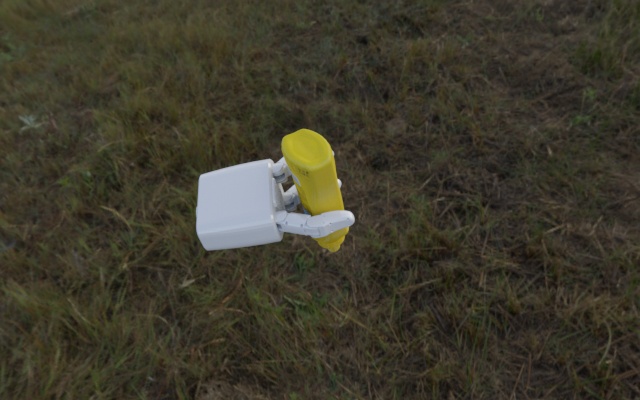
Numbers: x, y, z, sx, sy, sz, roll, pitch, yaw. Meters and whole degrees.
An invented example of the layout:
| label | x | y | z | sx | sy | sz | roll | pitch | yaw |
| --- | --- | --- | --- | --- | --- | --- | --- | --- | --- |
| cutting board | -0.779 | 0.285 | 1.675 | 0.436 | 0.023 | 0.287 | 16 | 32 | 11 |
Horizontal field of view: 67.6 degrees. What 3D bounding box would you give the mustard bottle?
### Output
| label | x | y | z | sx | sy | sz | roll | pitch | yaw |
| --- | --- | --- | --- | --- | --- | --- | --- | --- | --- |
| mustard bottle | 0.000 | 0.002 | 0.662 | 0.058 | 0.192 | 0.096 | -26 | 41 | -12 |
